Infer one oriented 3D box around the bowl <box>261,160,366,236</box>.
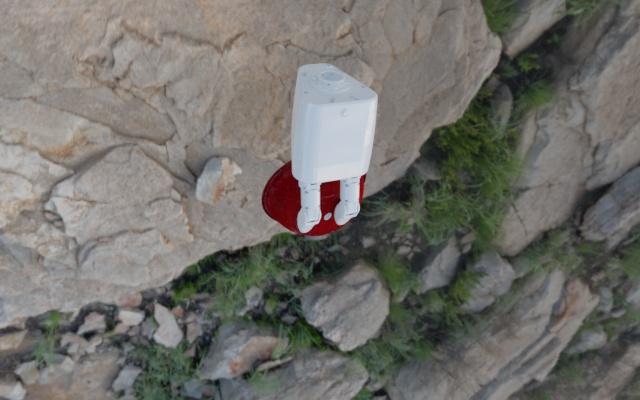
[{"bbox_3d":[0.000,0.003,0.685,0.162,0.055,0.162,-15,-36,-12],"label":"bowl"}]
